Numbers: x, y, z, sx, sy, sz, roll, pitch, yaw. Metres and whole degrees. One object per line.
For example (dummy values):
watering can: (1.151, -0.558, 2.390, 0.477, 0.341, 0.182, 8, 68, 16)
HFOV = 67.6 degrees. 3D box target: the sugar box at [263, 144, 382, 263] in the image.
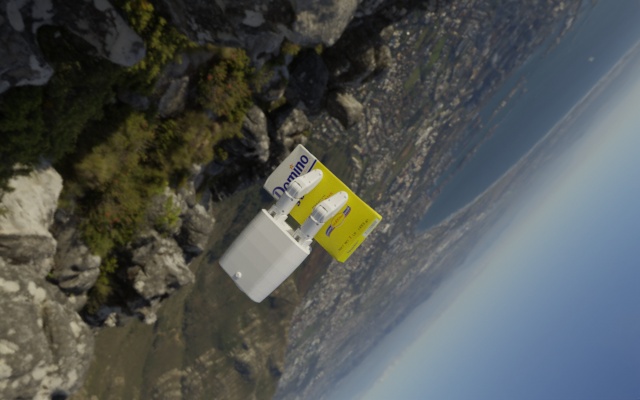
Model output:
sugar box: (0.000, 0.002, 0.741, 0.176, 0.093, 0.048, 43, 3, 18)
